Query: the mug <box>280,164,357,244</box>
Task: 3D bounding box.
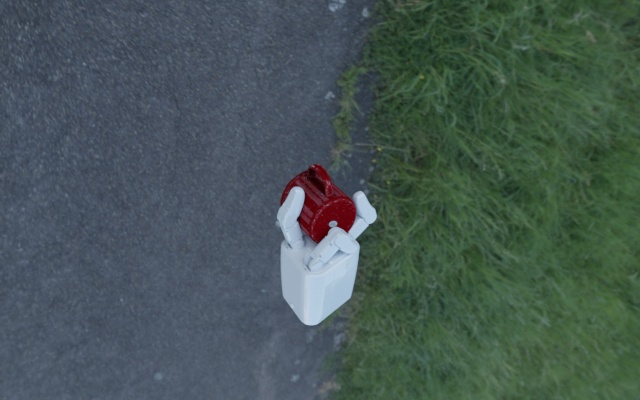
[{"bbox_3d":[0.000,0.001,0.703,0.093,0.117,0.081,-17,39,-27],"label":"mug"}]
